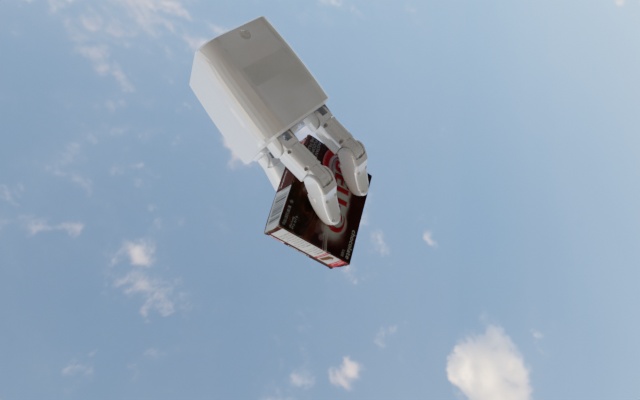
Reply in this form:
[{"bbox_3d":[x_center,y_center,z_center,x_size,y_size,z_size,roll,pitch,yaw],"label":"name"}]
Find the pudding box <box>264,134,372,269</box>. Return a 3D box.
[{"bbox_3d":[0.000,0.002,0.497,0.090,0.113,0.039,30,-29,-24],"label":"pudding box"}]
